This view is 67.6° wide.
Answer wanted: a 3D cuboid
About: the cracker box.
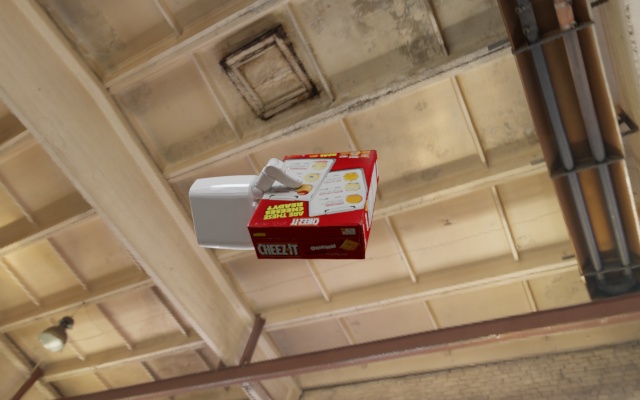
[{"bbox_3d":[0.000,0.002,0.746,0.164,0.072,0.213,-2,33,14],"label":"cracker box"}]
